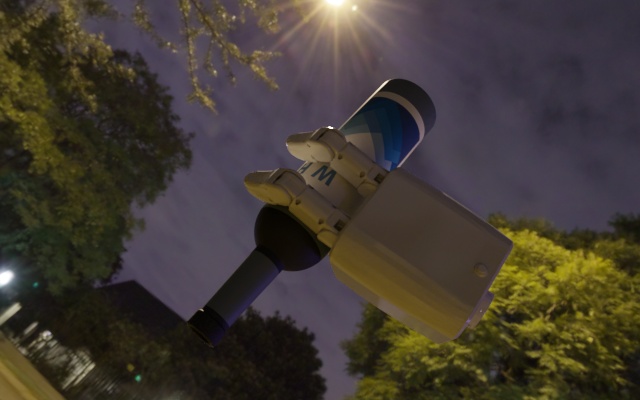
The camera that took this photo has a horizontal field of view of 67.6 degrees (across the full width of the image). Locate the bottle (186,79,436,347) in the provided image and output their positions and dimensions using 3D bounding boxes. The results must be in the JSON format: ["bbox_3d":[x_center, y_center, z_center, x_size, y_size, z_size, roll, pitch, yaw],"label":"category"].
[{"bbox_3d":[0.000,0.001,0.414,0.069,0.069,0.295,0,41,52],"label":"bottle"}]
